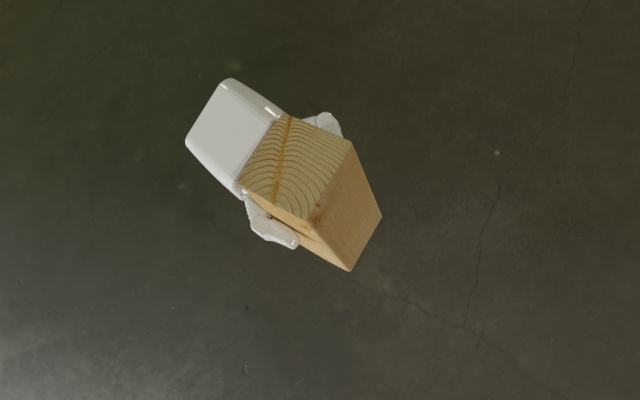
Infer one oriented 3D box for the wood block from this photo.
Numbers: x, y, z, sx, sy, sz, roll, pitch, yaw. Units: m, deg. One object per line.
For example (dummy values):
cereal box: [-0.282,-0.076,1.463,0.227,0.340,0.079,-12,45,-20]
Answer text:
wood block: [0.000,0.002,0.556,0.090,0.091,0.206,27,-12,24]
